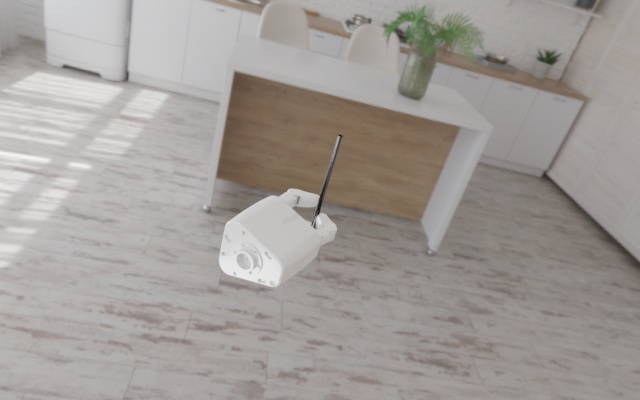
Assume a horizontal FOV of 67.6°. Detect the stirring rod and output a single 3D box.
[{"bbox_3d":[0.000,0.003,0.791,0.011,0.240,0.011,13,28,-7],"label":"stirring rod"}]
